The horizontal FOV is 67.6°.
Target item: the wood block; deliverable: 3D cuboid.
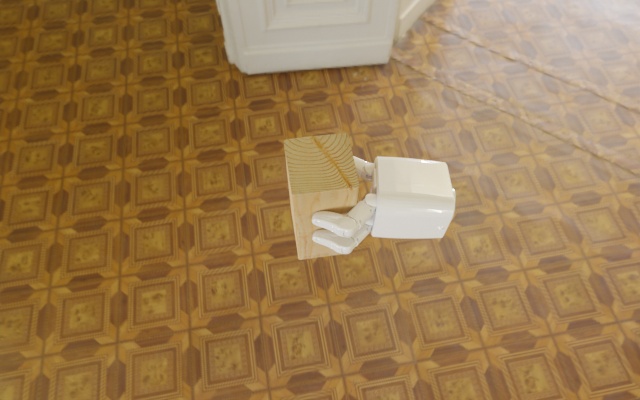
[{"bbox_3d":[0.000,0.002,0.711,0.090,0.090,0.206,-7,-30,-4],"label":"wood block"}]
